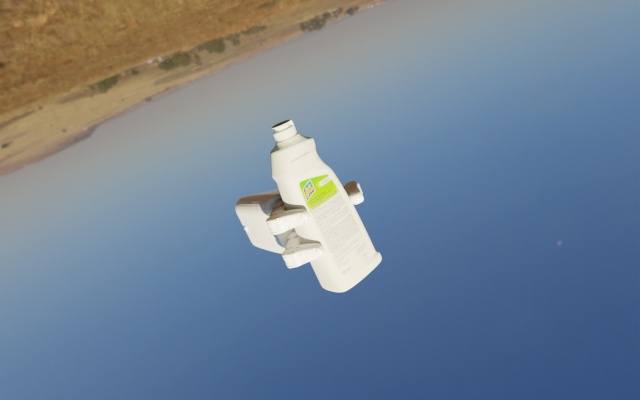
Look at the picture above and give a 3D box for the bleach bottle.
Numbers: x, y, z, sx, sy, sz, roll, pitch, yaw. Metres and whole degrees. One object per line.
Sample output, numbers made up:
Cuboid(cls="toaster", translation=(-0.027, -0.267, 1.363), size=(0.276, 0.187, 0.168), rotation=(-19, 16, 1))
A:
Cuboid(cls="bleach bottle", translation=(0.000, 0.002, 0.683), size=(0.102, 0.251, 0.068), rotation=(-36, 22, -33))
